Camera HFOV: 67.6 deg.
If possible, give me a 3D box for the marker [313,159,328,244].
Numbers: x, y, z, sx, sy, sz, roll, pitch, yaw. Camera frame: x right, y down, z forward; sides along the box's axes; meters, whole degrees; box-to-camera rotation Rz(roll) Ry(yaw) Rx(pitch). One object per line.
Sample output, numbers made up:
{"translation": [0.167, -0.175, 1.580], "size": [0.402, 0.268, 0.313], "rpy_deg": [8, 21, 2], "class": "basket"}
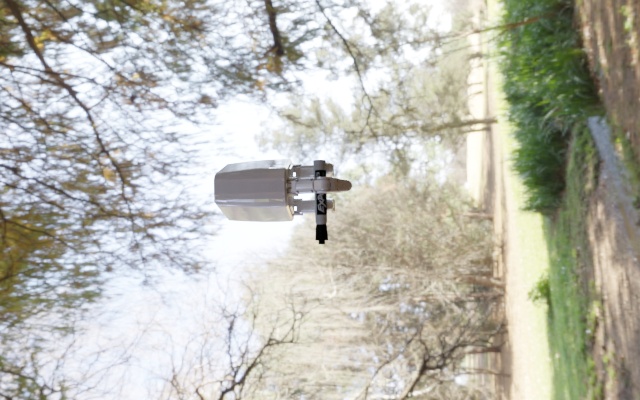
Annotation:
{"translation": [0.000, 0.002, 0.685], "size": [0.020, 0.121, 0.020], "rpy_deg": [-2, -3, 0], "class": "marker"}
